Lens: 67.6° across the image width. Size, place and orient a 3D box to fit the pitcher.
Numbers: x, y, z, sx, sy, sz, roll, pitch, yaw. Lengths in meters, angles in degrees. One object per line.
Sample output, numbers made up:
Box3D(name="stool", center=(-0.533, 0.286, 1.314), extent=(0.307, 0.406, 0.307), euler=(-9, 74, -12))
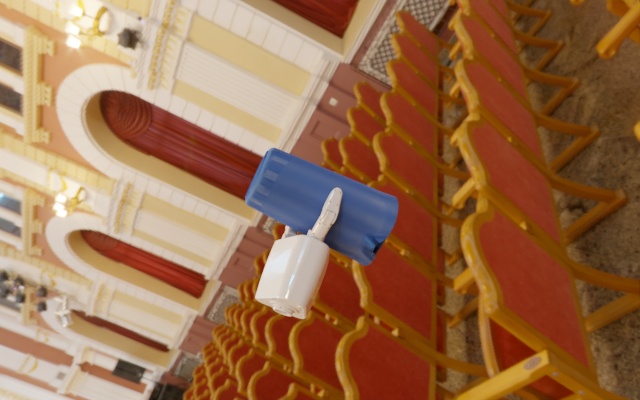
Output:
Box3D(name="pitcher", center=(0.000, 0.003, 0.829), extent=(0.243, 0.145, 0.149), euler=(25, -24, -10))
